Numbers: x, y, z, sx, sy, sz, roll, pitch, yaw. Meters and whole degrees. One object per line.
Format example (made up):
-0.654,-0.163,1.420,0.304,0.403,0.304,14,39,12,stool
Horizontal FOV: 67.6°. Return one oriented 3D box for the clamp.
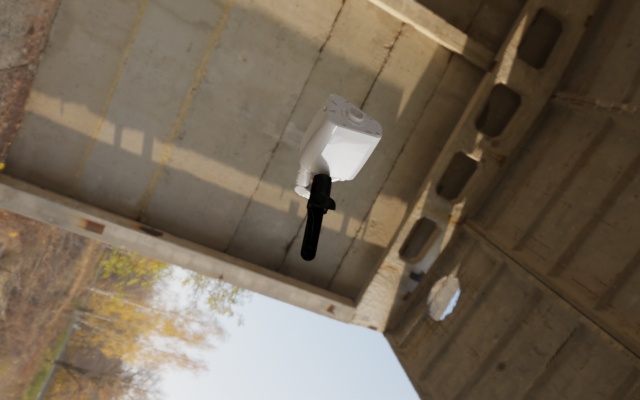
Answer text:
0.001,0.003,0.786,0.039,0.171,0.120,19,-48,-15,clamp
